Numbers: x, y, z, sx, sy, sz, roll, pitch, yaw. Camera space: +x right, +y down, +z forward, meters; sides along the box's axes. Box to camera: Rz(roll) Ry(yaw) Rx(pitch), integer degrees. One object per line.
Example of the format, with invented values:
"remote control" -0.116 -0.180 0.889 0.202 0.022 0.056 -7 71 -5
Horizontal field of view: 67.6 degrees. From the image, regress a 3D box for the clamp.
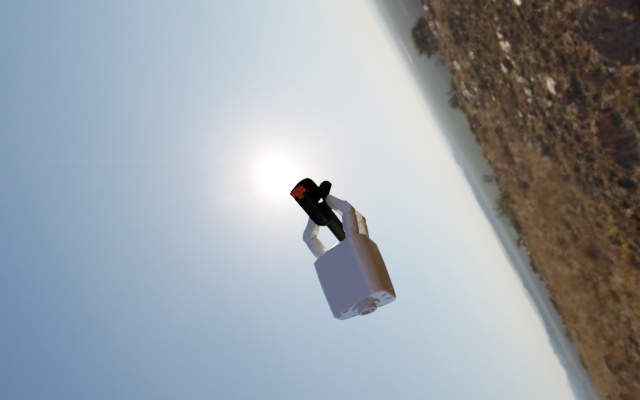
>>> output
"clamp" -0.001 0.003 0.880 0.036 0.164 0.210 -30 -31 14
